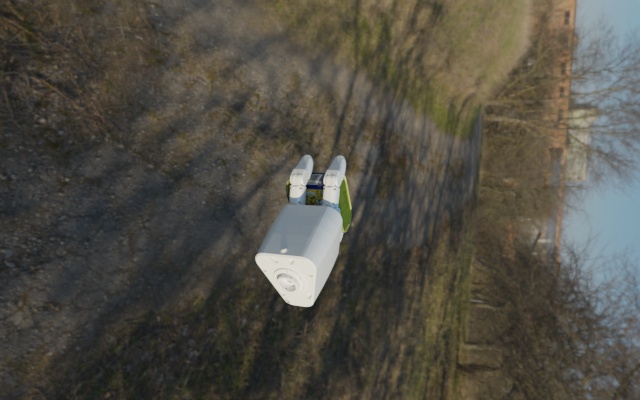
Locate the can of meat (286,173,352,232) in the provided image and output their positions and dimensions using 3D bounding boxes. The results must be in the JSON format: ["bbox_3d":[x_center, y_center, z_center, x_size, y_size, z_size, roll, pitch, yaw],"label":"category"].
[{"bbox_3d":[0.000,0.003,0.772,0.084,0.102,0.057,3,36,23],"label":"can of meat"}]
